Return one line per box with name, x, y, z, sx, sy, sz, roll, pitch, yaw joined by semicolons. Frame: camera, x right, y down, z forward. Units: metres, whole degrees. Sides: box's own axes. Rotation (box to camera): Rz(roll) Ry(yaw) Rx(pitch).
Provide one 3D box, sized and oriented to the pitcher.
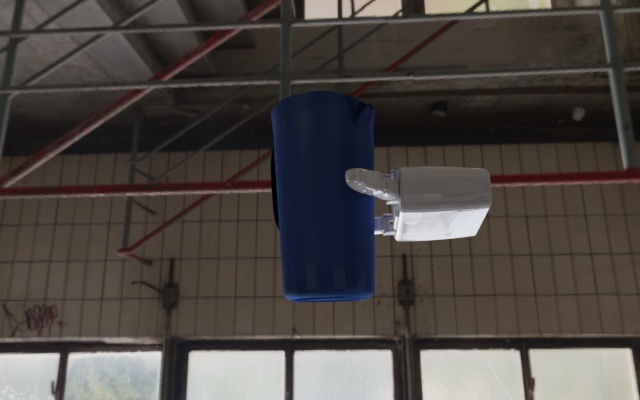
pitcher;0.000;0.002;0.596;0.145;0.242;0.149;-2;-14;3
